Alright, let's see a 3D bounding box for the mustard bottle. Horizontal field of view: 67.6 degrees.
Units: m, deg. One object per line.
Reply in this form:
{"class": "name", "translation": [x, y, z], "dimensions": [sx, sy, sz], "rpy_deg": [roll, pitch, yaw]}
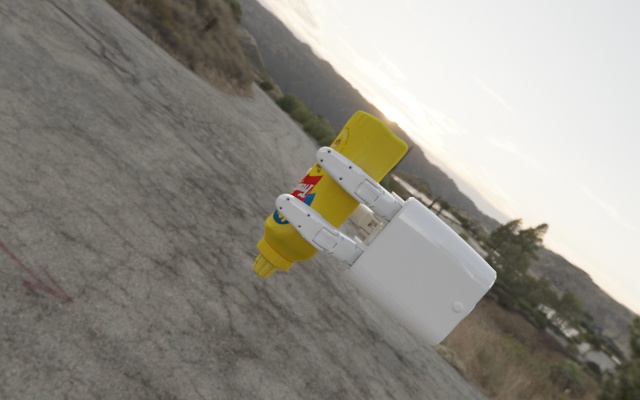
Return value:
{"class": "mustard bottle", "translation": [0.000, 0.001, 0.475], "dimensions": [0.058, 0.191, 0.096], "rpy_deg": [38, 6, -19]}
